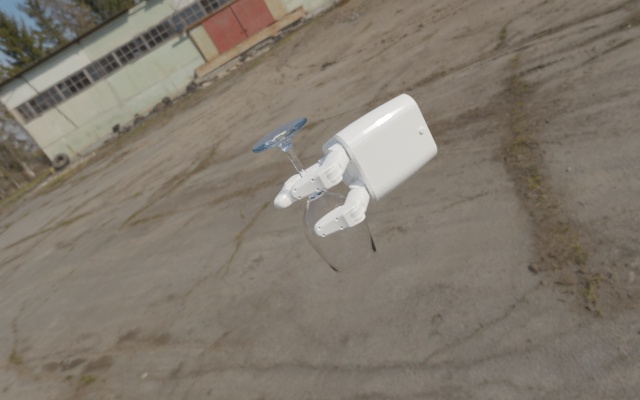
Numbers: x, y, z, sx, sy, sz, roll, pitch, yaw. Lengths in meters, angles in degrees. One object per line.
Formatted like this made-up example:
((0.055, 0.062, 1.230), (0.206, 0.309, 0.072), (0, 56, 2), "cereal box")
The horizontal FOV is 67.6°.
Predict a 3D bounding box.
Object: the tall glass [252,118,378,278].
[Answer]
((0.000, 0.001, 0.594), (0.079, 0.201, 0.079), (-26, 21, 11), "tall glass")
